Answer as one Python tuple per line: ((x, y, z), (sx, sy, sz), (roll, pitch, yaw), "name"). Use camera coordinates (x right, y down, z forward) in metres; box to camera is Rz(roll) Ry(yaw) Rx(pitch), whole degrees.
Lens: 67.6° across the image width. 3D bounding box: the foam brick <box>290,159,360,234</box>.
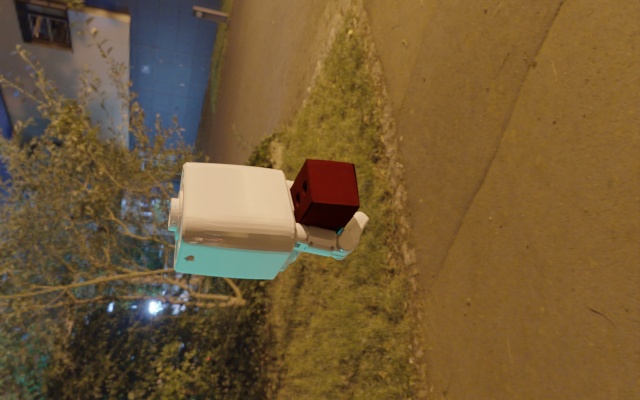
((0.000, 0.001, 0.490), (0.051, 0.053, 0.078), (6, -34, -20), "foam brick")
